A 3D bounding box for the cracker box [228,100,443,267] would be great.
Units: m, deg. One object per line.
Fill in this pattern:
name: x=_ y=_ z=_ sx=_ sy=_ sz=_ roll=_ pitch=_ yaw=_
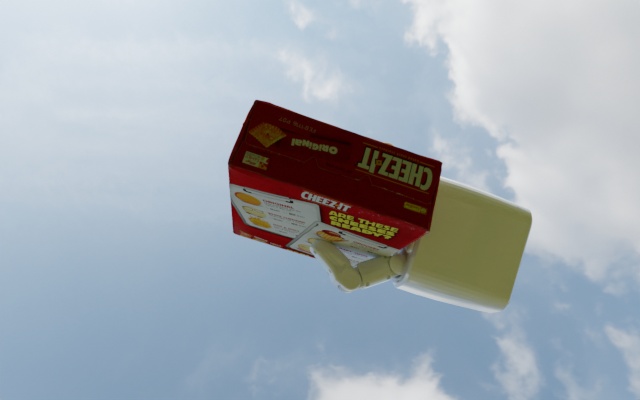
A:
cracker box: x=0.000 y=0.002 z=0.469 sx=0.164 sy=0.072 sz=0.214 roll=18 pitch=-20 yaw=-3
